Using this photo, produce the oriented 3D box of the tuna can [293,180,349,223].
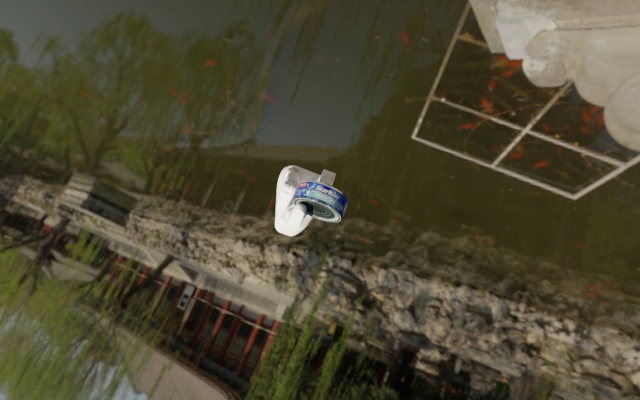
[{"bbox_3d":[0.000,0.003,0.773,0.086,0.033,0.086,19,-20,7],"label":"tuna can"}]
